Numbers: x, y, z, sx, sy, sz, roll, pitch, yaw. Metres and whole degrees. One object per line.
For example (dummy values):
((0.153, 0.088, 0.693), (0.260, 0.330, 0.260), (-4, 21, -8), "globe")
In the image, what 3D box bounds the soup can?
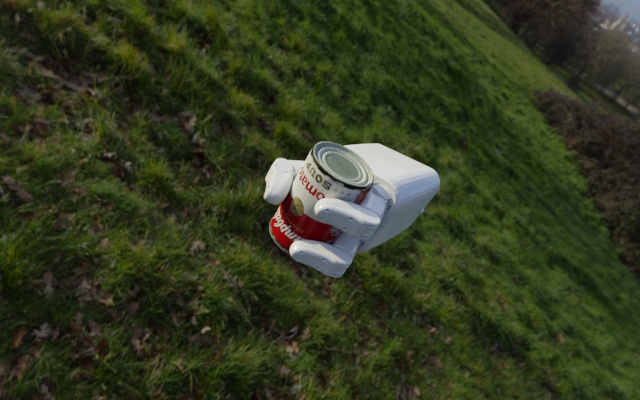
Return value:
((0.000, 0.001, 0.472), (0.068, 0.102, 0.068), (22, 34, -16), "soup can")
